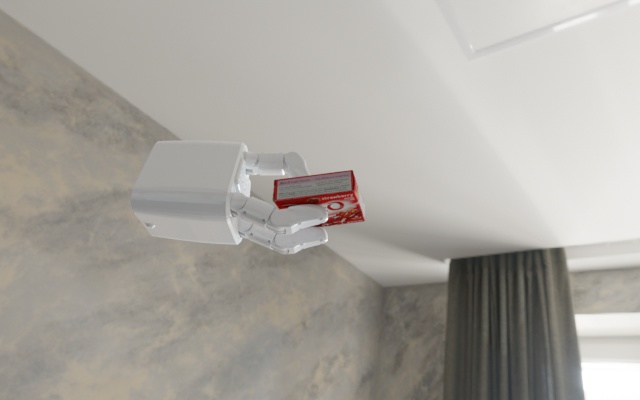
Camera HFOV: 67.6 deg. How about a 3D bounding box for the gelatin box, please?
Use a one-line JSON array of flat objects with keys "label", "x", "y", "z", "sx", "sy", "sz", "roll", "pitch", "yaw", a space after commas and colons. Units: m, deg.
[{"label": "gelatin box", "x": 0.000, "y": 0.001, "z": 0.527, "sx": 0.089, "sy": 0.030, "sz": 0.073, "roll": -7, "pitch": -29, "yaw": 11}]
